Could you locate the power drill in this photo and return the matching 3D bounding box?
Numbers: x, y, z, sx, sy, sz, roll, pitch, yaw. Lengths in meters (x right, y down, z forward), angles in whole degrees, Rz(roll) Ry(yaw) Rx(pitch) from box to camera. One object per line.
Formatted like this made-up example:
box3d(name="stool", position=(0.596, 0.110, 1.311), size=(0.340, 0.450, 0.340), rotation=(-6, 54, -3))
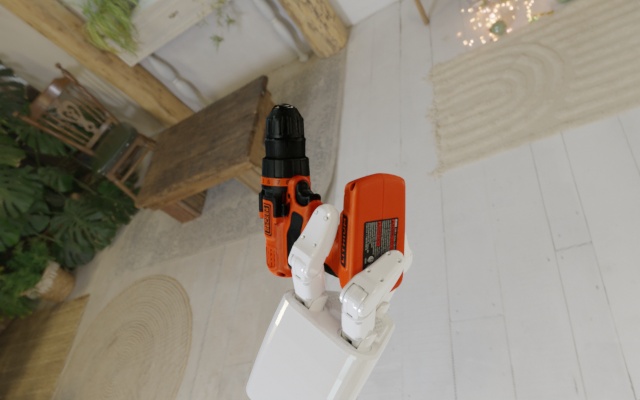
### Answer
box3d(name="power drill", position=(0.000, 0.002, 0.452), size=(0.057, 0.184, 0.187), rotation=(-9, 14, -29))
